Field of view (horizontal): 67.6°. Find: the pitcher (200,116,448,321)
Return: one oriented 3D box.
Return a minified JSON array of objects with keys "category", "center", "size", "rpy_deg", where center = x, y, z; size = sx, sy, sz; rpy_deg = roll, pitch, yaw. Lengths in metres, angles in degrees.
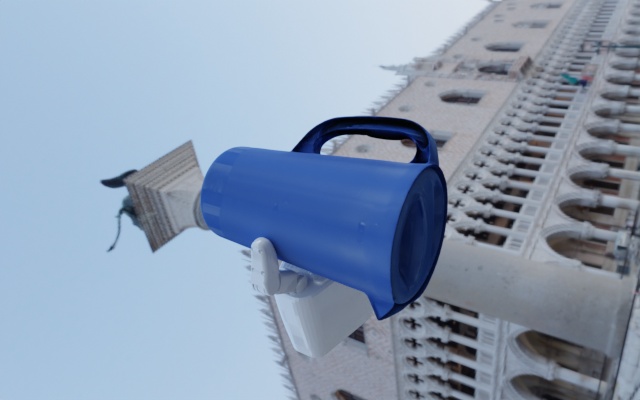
[{"category":"pitcher","center":[0.000,0.002,0.491],"size":[0.243,0.145,0.149],"rpy_deg":[13,42,31]}]
